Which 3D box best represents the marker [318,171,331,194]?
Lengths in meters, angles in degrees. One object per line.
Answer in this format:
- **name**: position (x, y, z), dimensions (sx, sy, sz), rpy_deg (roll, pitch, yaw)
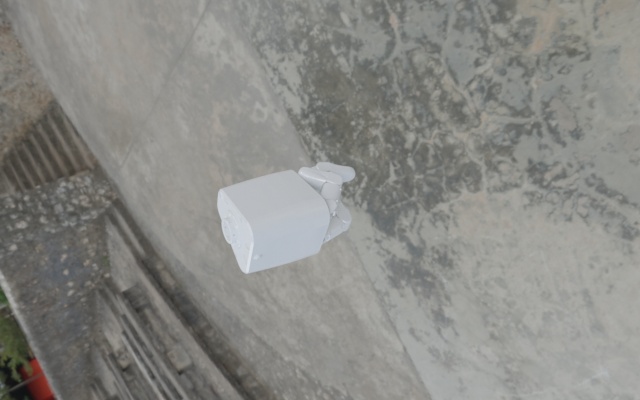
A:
- **marker**: position (0.000, 0.002, 0.705), dimensions (0.020, 0.020, 0.121), rpy_deg (0, -42, -16)
